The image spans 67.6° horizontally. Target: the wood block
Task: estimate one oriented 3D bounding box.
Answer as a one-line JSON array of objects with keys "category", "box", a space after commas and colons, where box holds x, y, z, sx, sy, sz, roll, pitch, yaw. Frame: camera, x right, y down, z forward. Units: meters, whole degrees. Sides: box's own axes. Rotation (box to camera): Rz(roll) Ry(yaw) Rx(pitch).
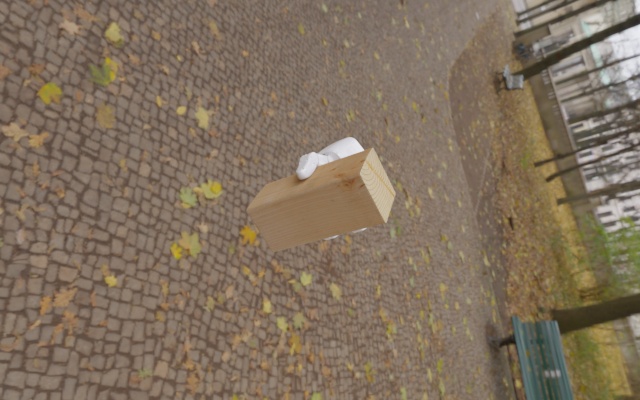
[{"category": "wood block", "box": [0.000, 0.002, 0.756, 0.206, 0.091, 0.090, -17, 24, 28]}]
